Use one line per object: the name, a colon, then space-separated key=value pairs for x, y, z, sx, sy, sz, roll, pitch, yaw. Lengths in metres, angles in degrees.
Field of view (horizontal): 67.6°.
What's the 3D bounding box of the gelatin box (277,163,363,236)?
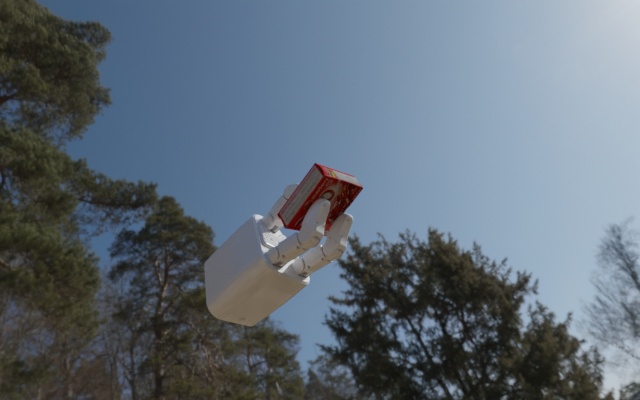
gelatin box: x=0.000 y=0.001 z=0.604 sx=0.073 sy=0.089 sz=0.030 roll=15 pitch=29 yaw=-44
